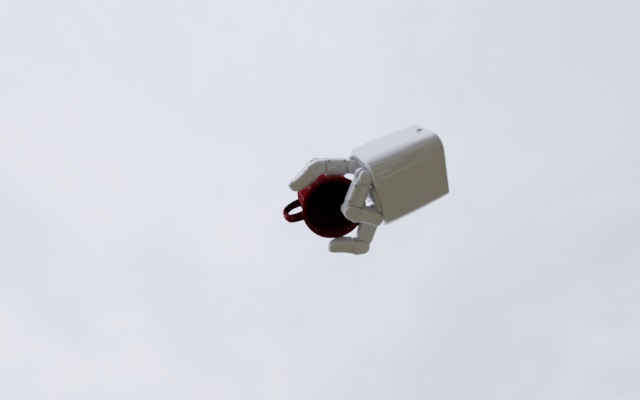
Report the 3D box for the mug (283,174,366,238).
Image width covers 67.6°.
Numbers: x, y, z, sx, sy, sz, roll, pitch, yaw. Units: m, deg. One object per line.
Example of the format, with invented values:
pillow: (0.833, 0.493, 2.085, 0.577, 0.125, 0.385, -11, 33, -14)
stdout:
mug: (-0.001, 0.003, 0.706, 0.117, 0.093, 0.081, -23, 23, -4)
